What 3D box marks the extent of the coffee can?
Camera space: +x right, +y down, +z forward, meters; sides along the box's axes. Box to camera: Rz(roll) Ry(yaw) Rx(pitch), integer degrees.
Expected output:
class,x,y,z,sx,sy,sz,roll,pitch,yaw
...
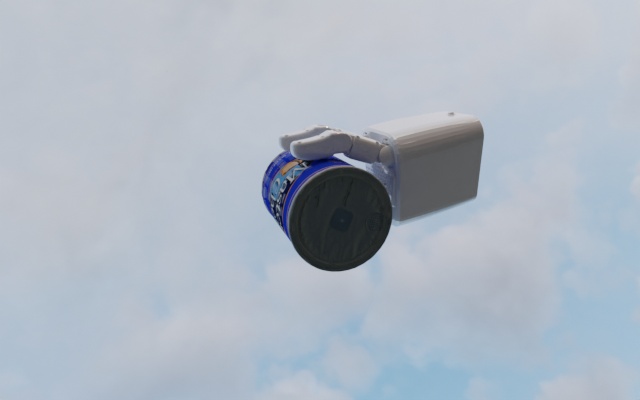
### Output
class,x,y,z,sx,sy,sz,roll,pitch,yaw
coffee can,0.000,0.002,0.507,0.103,0.103,0.140,0,15,-18
